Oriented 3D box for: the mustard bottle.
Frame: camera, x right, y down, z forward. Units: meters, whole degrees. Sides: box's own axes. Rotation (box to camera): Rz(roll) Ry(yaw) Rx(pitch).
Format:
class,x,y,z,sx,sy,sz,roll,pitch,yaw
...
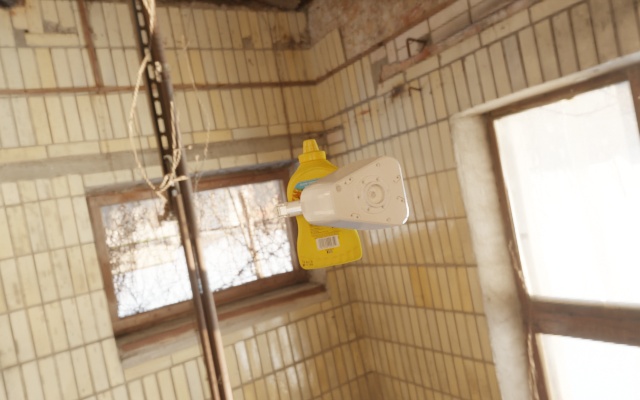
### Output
class,x,y,z,sx,sy,sz,roll,pitch,yaw
mustard bottle,0.000,0.003,0.726,0.096,0.191,0.058,-11,1,3
